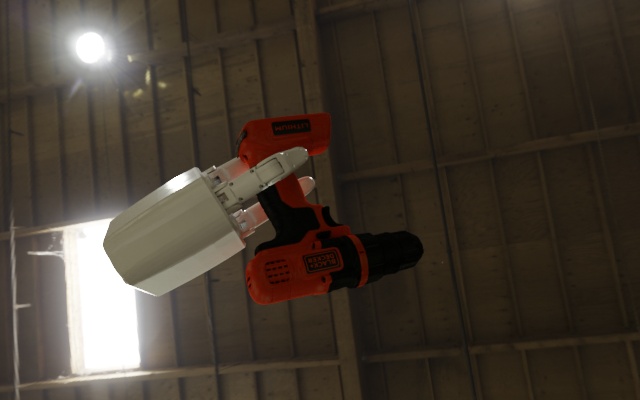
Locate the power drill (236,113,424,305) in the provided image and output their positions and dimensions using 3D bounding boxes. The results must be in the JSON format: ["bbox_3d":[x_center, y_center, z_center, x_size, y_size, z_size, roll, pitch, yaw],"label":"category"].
[{"bbox_3d":[0.000,0.001,0.490,0.184,0.187,0.057,-9,-24,-22],"label":"power drill"}]
